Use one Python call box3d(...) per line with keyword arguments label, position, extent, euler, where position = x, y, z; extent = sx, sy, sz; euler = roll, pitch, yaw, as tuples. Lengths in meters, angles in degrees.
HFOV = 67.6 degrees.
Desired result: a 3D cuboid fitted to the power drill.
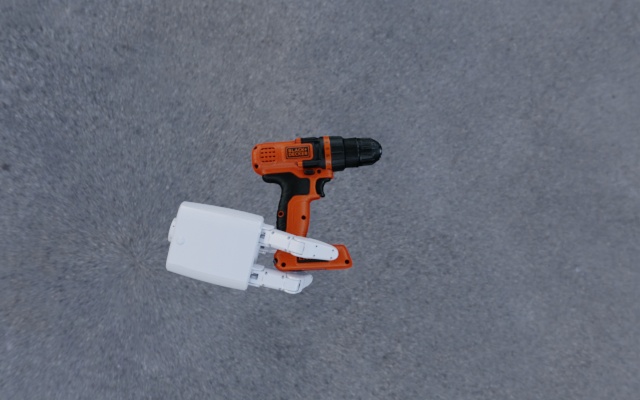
box3d(label="power drill", position=(0.000, 0.003, 0.662), extent=(0.184, 0.187, 0.057), euler=(-4, -12, 1))
